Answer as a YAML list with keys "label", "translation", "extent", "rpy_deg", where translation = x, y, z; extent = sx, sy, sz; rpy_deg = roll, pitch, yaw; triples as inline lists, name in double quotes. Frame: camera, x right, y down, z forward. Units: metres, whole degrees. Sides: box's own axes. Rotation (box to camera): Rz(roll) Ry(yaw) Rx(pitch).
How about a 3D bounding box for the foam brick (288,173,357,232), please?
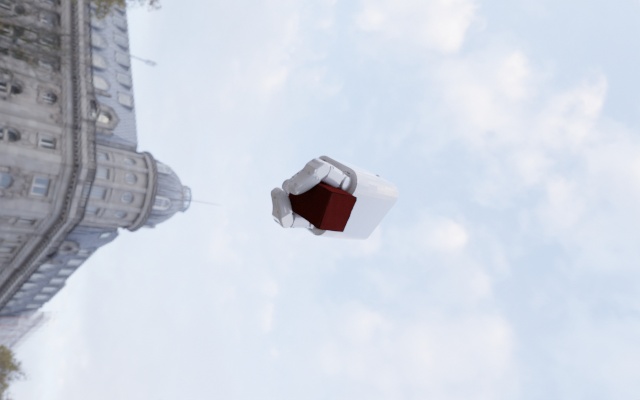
- label: "foam brick"
  translation: [0.000, 0.002, 0.640]
  extent: [0.051, 0.053, 0.078]
  rpy_deg: [13, 14, -44]
